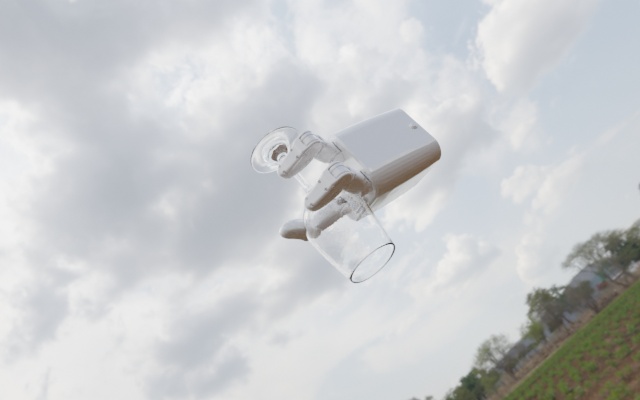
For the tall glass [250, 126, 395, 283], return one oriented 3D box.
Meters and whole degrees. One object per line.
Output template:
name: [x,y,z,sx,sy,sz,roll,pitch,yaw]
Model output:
tall glass: [0.000,0.001,0.559,0.079,0.079,0.201,0,42,-50]
